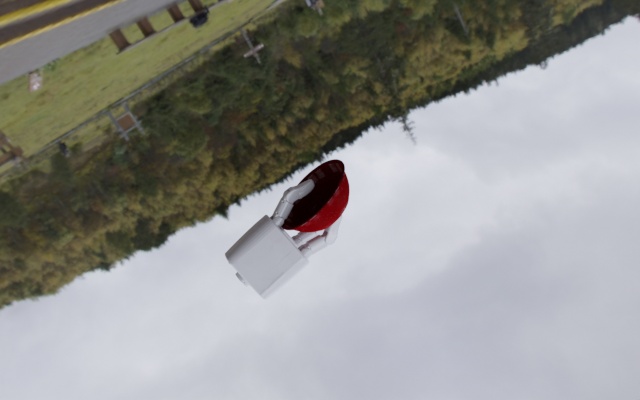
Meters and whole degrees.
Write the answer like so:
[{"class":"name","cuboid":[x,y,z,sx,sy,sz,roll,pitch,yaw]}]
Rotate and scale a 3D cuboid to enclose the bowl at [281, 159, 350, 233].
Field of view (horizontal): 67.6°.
[{"class":"bowl","cuboid":[0.001,0.002,0.869,0.055,0.162,0.162,41,-20,-24]}]
